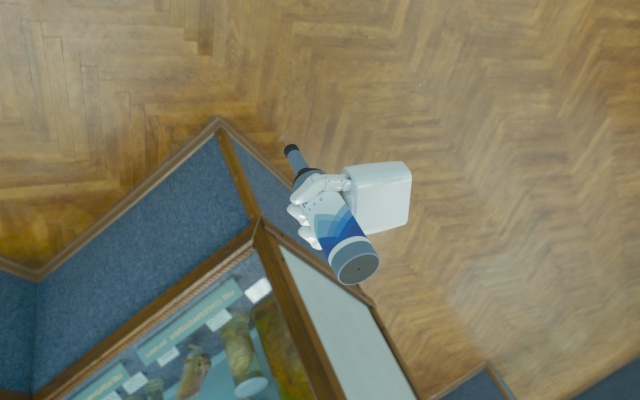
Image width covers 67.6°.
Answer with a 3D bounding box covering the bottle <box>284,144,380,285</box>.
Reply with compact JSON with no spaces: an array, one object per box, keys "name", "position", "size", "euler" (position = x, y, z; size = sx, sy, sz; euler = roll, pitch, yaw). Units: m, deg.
[{"name":"bottle","position":[0.000,0.003,0.770],"size":[0.069,0.069,0.295],"euler":[0,40,-29]}]
